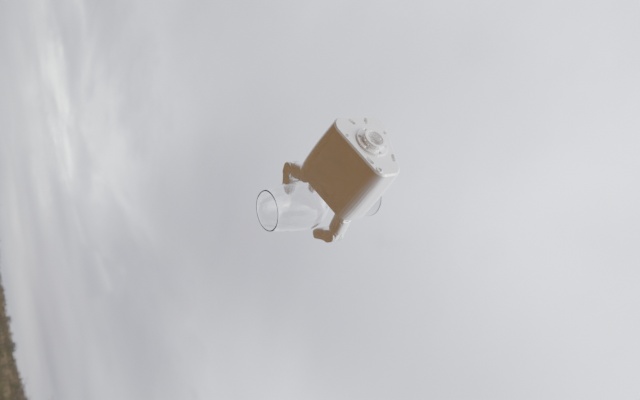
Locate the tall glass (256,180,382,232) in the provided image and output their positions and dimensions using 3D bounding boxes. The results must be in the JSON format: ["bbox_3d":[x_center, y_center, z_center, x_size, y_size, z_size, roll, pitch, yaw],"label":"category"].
[{"bbox_3d":[0.001,0.003,0.755,0.201,0.079,0.079,-9,6,-37],"label":"tall glass"}]
